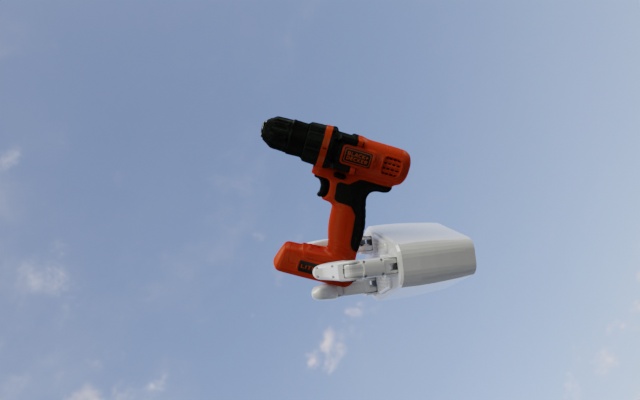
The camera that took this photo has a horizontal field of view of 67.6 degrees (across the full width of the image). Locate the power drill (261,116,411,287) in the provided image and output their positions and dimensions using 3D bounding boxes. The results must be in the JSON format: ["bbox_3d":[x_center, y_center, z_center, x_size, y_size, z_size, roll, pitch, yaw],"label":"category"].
[{"bbox_3d":[0.000,0.002,0.589,0.184,0.188,0.057,16,13,-1],"label":"power drill"}]
